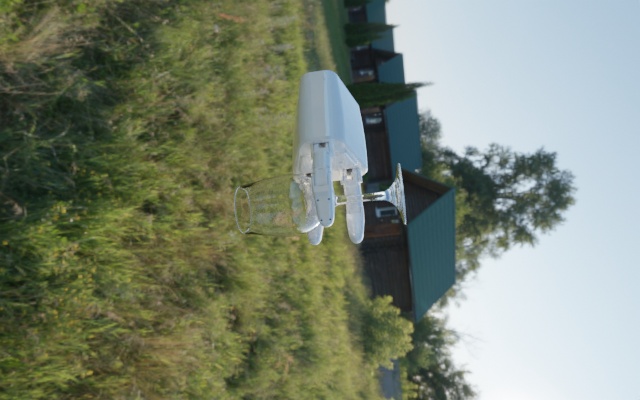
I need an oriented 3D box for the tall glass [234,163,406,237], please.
[{"bbox_3d":[0.001,0.002,0.586,0.201,0.079,0.079,-6,-1,7],"label":"tall glass"}]
